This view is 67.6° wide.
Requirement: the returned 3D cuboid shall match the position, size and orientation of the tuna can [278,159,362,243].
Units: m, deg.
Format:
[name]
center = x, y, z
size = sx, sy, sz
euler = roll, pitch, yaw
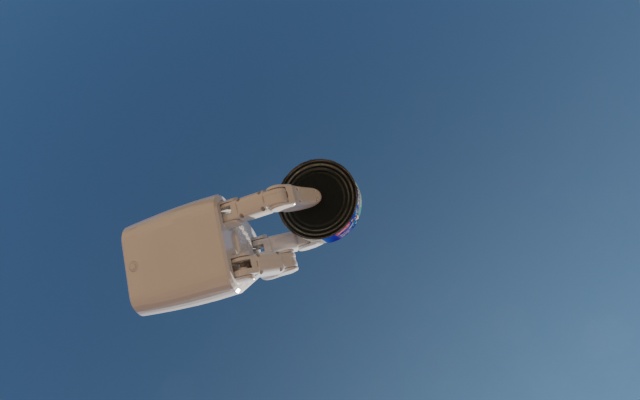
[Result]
[tuna can]
center = 0.000, 0.002, 0.503
size = 0.086, 0.086, 0.034
euler = 0, -14, 16
